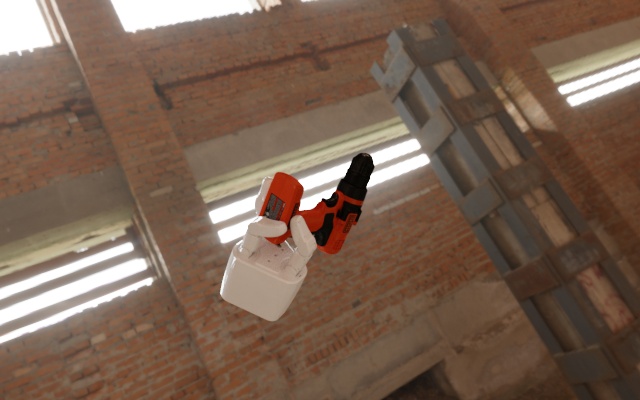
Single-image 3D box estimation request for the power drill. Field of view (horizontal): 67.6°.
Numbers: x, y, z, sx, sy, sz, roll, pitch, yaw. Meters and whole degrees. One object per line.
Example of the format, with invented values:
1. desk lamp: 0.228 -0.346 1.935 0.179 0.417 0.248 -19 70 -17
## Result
1. power drill: 0.000 0.003 0.754 0.187 0.184 0.057 5 21 -48
